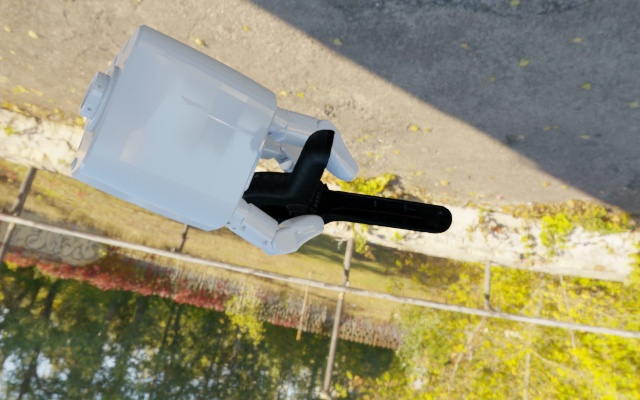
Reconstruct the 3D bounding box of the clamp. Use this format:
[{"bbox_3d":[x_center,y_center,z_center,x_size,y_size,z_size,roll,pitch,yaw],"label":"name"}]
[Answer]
[{"bbox_3d":[-0.001,0.002,0.432,0.164,0.036,0.210,26,-23,-32],"label":"clamp"}]
